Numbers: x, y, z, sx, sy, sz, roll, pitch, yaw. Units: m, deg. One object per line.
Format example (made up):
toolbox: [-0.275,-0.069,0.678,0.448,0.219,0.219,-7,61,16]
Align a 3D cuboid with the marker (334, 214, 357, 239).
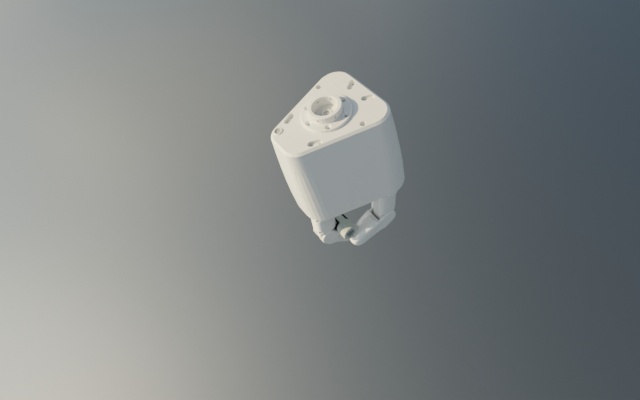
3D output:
marker: [0.000,0.002,0.574,0.020,0.020,0.121,0,36,-45]
